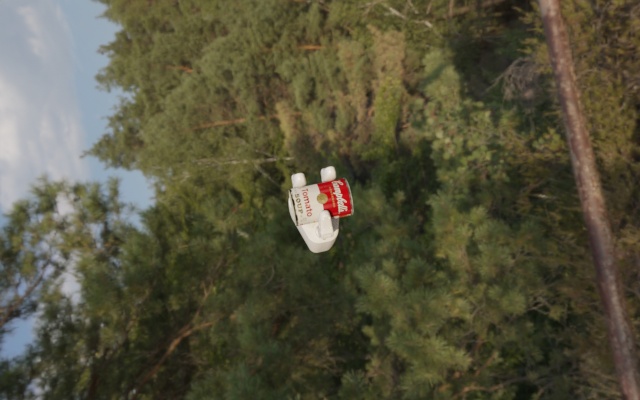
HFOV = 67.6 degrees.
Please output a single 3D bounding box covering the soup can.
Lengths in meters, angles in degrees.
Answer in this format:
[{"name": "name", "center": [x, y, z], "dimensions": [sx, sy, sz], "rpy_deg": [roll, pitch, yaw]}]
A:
[{"name": "soup can", "center": [0.000, 0.003, 0.839], "dimensions": [0.102, 0.068, 0.068], "rpy_deg": [-11, 1, -6]}]
